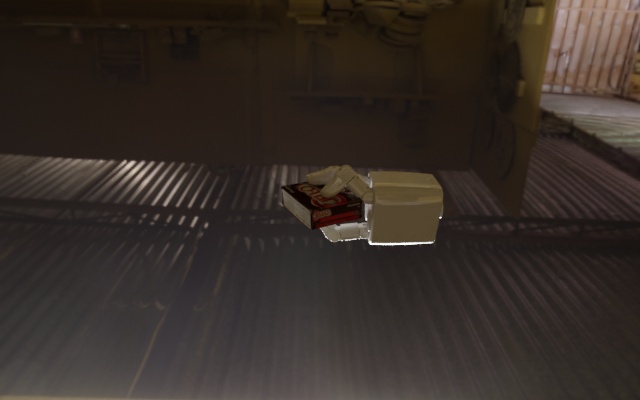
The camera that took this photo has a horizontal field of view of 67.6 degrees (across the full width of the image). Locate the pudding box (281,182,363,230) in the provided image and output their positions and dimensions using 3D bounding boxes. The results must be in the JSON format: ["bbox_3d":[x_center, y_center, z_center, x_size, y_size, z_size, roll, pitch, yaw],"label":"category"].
[{"bbox_3d":[0.000,0.003,0.755,0.090,0.039,0.113,-11,23,-26],"label":"pudding box"}]
